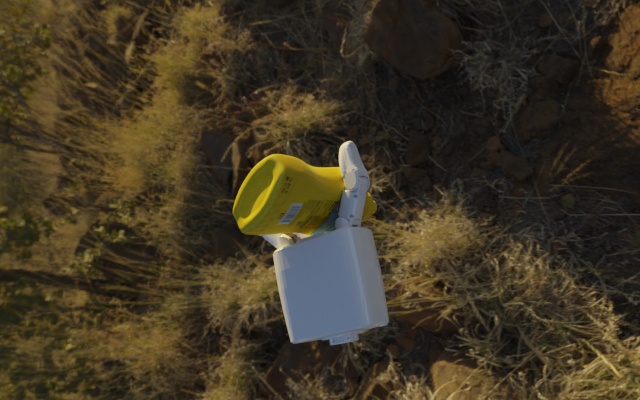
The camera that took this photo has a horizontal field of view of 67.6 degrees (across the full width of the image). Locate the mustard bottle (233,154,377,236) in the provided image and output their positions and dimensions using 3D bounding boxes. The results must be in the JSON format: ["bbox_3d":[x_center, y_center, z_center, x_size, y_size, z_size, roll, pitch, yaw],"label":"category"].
[{"bbox_3d":[0.000,0.002,0.561,0.191,0.096,0.058,7,40,-44],"label":"mustard bottle"}]
